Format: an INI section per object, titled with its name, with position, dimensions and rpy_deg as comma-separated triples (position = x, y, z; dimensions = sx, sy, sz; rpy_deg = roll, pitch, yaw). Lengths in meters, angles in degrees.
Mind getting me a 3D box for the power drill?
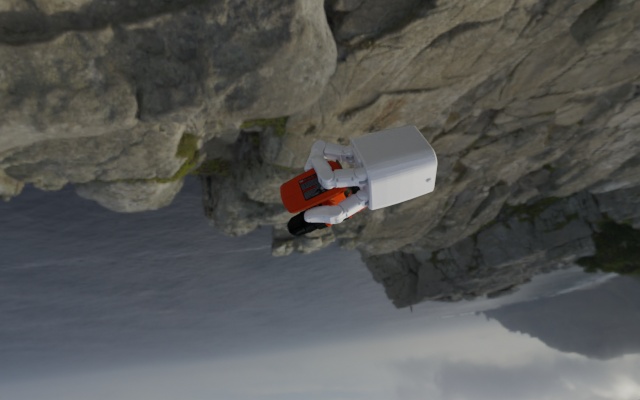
[power drill]
position = 0.000, 0.003, 0.819
dimensions = 0.184, 0.057, 0.188
rpy_deg = -27, -17, 11
